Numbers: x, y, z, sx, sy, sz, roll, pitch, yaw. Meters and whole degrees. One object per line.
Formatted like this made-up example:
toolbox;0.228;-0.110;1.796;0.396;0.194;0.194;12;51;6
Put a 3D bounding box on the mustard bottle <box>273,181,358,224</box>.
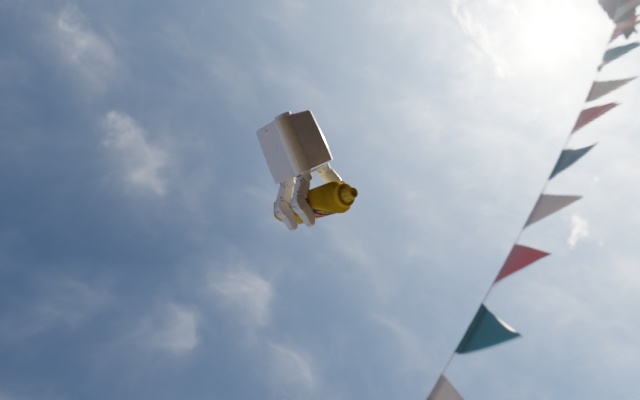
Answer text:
mustard bottle;0.000;0.003;0.883;0.096;0.058;0.191;5;-14;-37
